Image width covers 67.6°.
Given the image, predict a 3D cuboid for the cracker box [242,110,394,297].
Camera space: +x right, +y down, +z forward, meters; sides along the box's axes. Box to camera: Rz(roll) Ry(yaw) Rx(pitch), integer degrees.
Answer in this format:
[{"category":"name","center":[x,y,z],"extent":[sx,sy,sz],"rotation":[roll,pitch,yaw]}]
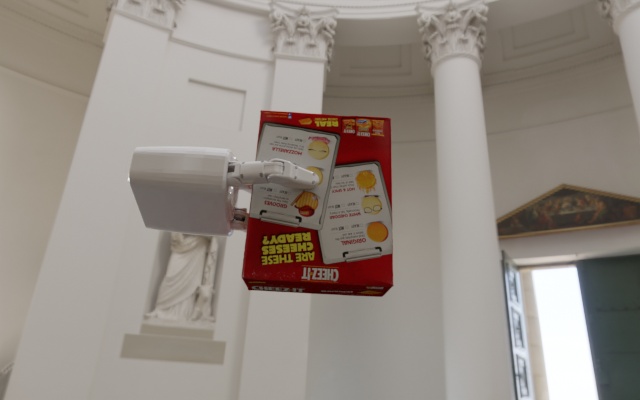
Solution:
[{"category":"cracker box","center":[0.000,0.002,0.574],"extent":[0.164,0.213,0.072],"rotation":[3,-23,-1]}]
